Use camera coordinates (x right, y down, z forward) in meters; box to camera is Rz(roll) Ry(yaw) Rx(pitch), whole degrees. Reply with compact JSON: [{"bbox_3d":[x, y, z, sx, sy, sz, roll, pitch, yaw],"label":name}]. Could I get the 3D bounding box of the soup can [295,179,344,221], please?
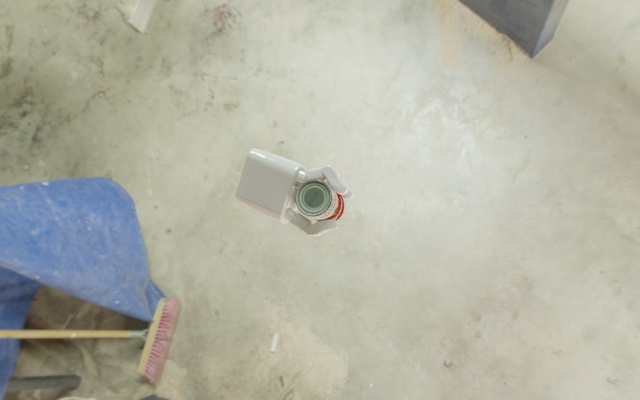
[{"bbox_3d":[0.000,0.003,0.865,0.068,0.068,0.102,0,-10,15],"label":"soup can"}]
